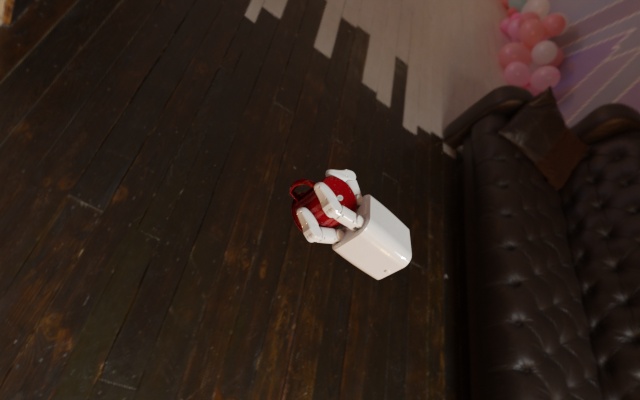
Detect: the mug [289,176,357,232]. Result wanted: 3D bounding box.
[{"bbox_3d":[-0.001,0.002,0.832,0.117,0.093,0.081,39,-45,-16],"label":"mug"}]
